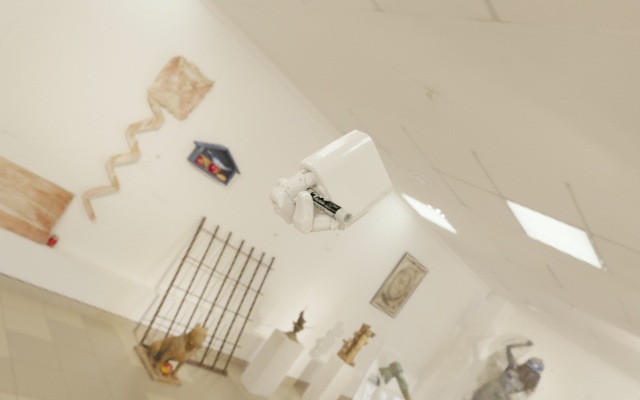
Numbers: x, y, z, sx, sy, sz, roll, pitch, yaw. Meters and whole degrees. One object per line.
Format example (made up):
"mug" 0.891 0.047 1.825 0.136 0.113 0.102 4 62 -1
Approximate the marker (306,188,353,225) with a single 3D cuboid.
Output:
"marker" 0.000 0.002 0.661 0.020 0.020 0.121 0 21 -39
